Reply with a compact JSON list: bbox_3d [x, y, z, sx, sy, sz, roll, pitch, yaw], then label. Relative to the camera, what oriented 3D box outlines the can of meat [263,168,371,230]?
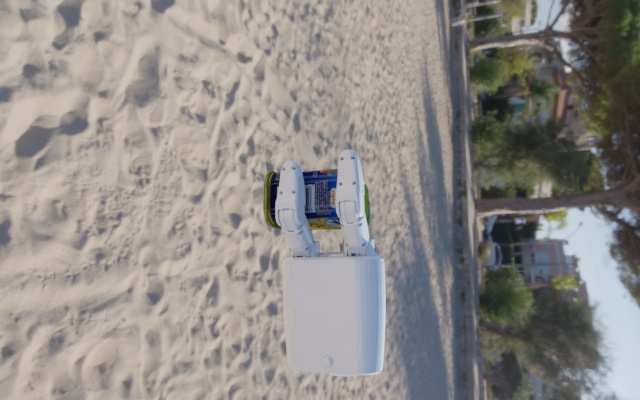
[{"bbox_3d":[0.000,0.002,0.494,0.084,0.057,0.102,-3,-10,19],"label":"can of meat"}]
